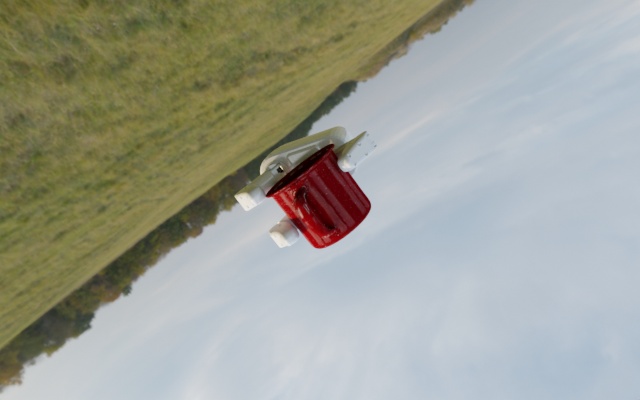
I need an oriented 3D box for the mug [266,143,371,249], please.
[{"bbox_3d":[0.000,0.002,0.508,0.093,0.081,0.117,-35,11,15],"label":"mug"}]
